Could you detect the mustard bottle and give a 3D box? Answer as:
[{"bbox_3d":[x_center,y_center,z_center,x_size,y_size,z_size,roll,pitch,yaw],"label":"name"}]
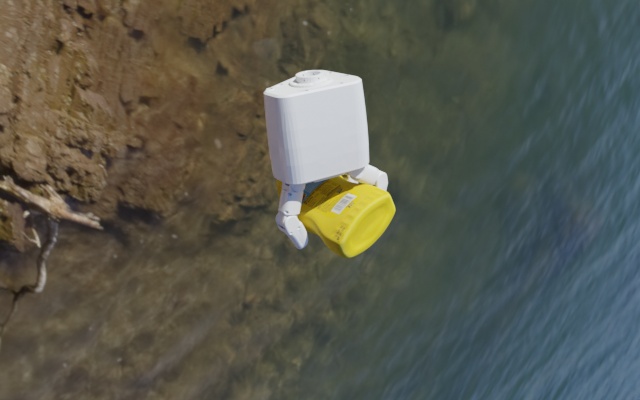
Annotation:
[{"bbox_3d":[0.000,0.002,0.639,0.191,0.096,0.058,26,-25,46],"label":"mustard bottle"}]
